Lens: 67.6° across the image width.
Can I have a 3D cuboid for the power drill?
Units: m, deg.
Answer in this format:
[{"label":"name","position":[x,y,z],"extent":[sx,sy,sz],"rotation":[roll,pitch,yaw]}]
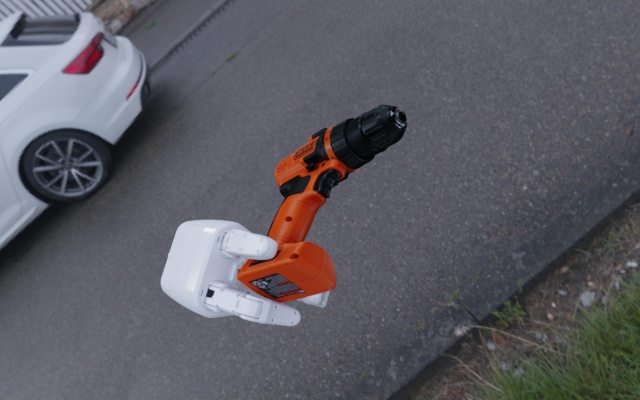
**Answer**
[{"label":"power drill","position":[0.000,0.002,0.474],"extent":[0.057,0.187,0.184],"rotation":[38,-39,-23]}]
